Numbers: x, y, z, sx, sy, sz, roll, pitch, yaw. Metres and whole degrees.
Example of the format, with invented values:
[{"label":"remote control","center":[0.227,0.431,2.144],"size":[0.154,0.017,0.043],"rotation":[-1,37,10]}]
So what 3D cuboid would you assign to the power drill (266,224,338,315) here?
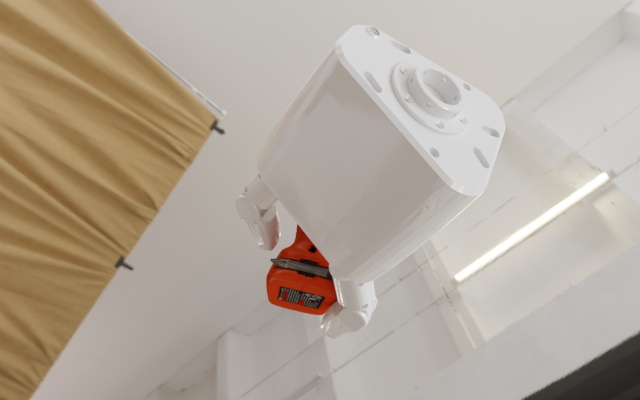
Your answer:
[{"label":"power drill","center":[0.000,0.002,0.426],"size":[0.057,0.187,0.184],"rotation":[12,-22,0]}]
